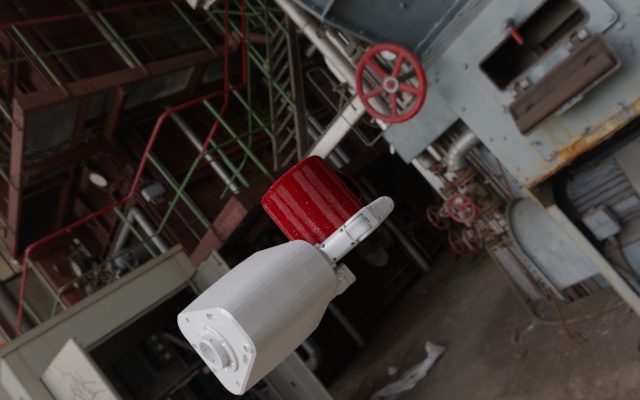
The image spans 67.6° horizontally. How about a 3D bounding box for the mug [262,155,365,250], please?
[{"bbox_3d":[0.001,0.001,0.510,0.117,0.081,0.093,-36,-7,-41],"label":"mug"}]
